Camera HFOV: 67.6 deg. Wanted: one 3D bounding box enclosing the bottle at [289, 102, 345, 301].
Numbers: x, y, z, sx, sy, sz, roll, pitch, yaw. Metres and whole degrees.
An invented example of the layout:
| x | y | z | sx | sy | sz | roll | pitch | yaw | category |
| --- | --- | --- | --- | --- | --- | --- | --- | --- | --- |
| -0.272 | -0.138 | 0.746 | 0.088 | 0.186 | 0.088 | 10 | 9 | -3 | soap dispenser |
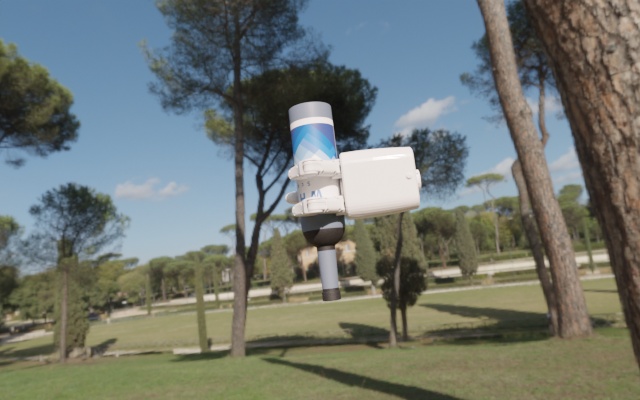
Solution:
| x | y | z | sx | sy | sz | roll | pitch | yaw | category |
| --- | --- | --- | --- | --- | --- | --- | --- | --- | --- |
| 0.000 | 0.002 | 0.724 | 0.069 | 0.295 | 0.069 | -7 | -8 | -1 | bottle |
